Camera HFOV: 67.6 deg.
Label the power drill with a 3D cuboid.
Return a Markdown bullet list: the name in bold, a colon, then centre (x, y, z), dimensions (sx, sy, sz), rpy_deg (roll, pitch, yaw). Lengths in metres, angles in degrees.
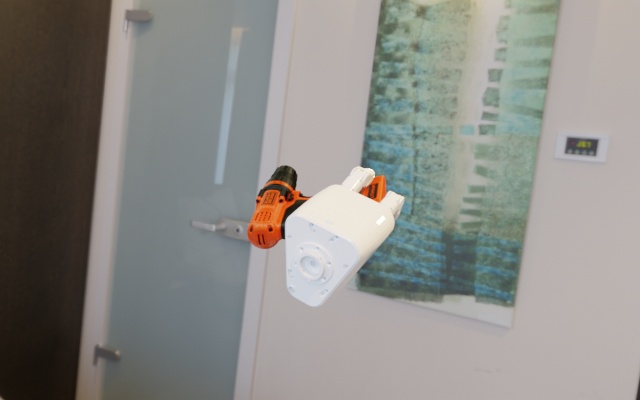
- **power drill**: centre (0.001, 0.002, 0.696), dimensions (0.187, 0.057, 0.184), rpy_deg (-2, 35, 11)
